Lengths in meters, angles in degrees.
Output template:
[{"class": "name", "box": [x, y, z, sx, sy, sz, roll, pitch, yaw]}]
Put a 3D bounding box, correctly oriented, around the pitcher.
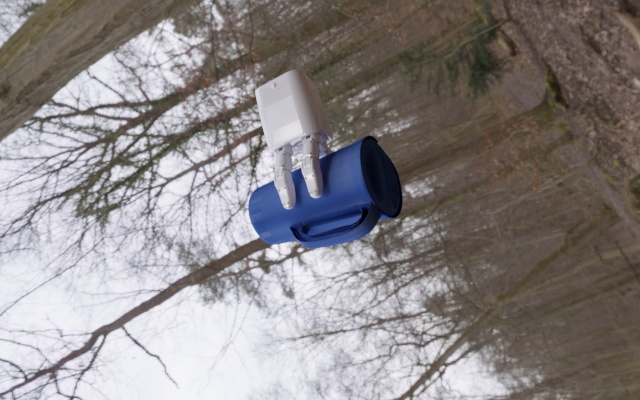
[{"class": "pitcher", "box": [0.000, 0.002, 0.780, 0.243, 0.145, 0.149, -19, -4, 30]}]
